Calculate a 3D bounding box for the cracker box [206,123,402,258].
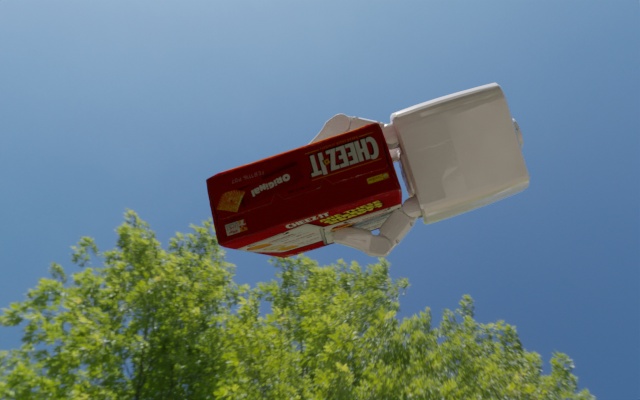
[{"bbox_3d":[0.000,0.002,0.505,0.164,0.072,0.214,-18,-13,7],"label":"cracker box"}]
